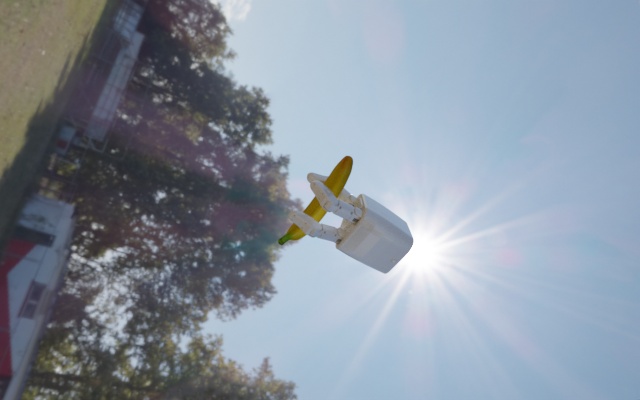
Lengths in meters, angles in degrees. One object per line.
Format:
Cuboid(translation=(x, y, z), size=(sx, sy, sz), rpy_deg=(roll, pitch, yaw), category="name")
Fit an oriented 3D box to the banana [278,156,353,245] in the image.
Cuboid(translation=(0.001, 0.004, 0.849), size=(0.037, 0.198, 0.069), rpy_deg=(38, 10, 5), category="banana")
